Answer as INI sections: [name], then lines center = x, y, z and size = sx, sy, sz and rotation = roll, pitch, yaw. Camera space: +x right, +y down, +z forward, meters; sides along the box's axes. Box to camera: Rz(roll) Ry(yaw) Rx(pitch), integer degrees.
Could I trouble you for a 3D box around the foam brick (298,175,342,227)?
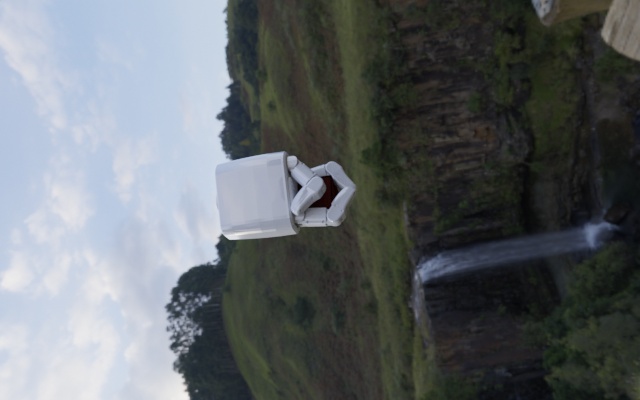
[foam brick]
center = 0.000, 0.003, 0.718
size = 0.051, 0.053, 0.078
rotation = -8, -22, 9
